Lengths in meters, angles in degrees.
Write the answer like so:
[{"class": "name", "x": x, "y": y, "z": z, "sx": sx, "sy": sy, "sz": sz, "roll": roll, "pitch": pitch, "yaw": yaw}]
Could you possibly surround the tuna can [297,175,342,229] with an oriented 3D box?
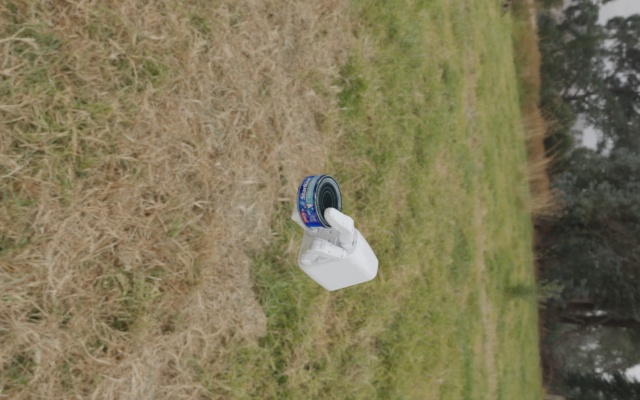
[{"class": "tuna can", "x": 0.001, "y": 0.002, "z": 0.749, "sx": 0.034, "sy": 0.086, "sz": 0.086, "roll": -3, "pitch": -2, "yaw": 31}]
